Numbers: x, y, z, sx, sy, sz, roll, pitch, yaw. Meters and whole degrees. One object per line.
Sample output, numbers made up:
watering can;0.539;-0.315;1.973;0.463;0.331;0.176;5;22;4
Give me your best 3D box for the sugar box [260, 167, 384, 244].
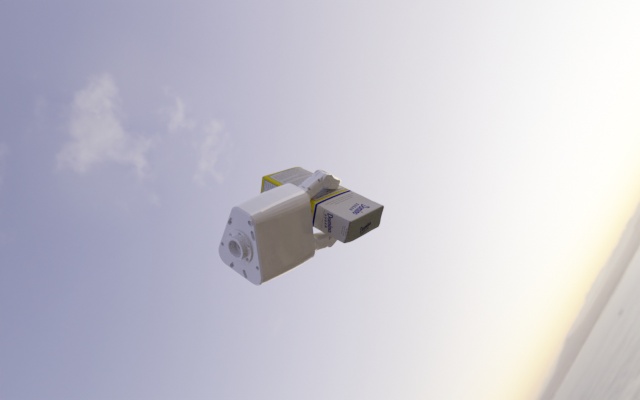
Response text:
sugar box;0.000;0.003;0.747;0.176;0.048;0.093;30;32;31
